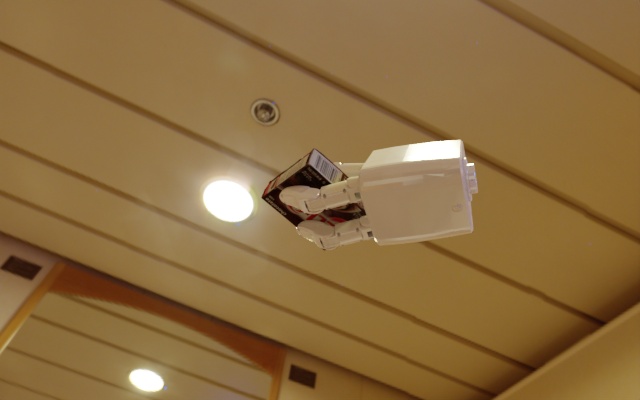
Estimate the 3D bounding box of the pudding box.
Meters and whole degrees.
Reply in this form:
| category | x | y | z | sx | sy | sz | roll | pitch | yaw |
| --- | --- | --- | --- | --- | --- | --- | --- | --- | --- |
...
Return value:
| category | x | y | z | sx | sy | sz | roll | pitch | yaw |
| --- | --- | --- | --- | --- | --- | --- | --- | --- | --- |
| pudding box | 0.000 | 0.002 | 0.579 | 0.090 | 0.113 | 0.039 | -33 | 23 | 37 |
